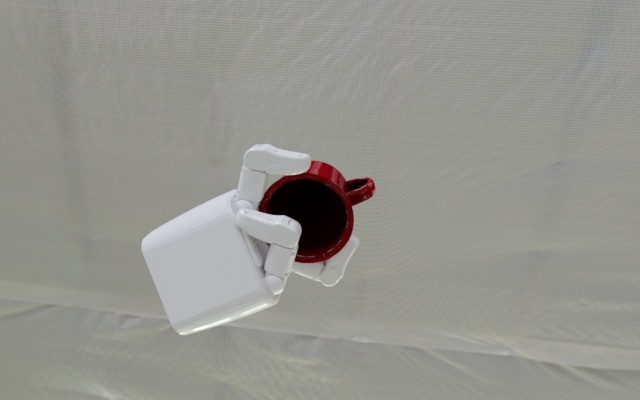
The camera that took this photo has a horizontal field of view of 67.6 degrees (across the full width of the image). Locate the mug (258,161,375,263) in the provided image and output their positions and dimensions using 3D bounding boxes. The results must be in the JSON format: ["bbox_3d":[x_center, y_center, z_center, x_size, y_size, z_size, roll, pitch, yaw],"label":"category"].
[{"bbox_3d":[0.001,0.001,0.492,0.117,0.093,0.081,-22,15,12],"label":"mug"}]
